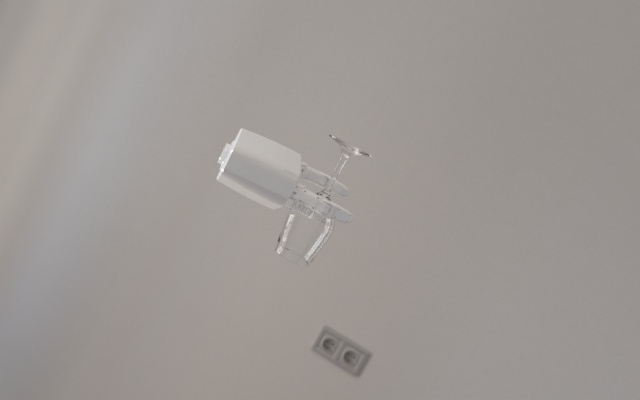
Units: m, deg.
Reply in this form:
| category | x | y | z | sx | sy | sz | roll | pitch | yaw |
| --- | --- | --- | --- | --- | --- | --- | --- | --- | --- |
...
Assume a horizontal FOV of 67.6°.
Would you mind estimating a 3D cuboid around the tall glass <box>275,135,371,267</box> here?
| category | x | y | z | sx | sy | sz | roll | pitch | yaw |
| --- | --- | --- | --- | --- | --- | --- | --- | --- | --- |
| tall glass | 0.001 | 0.002 | 0.749 | 0.079 | 0.201 | 0.079 | 27 | 6 | -3 |
